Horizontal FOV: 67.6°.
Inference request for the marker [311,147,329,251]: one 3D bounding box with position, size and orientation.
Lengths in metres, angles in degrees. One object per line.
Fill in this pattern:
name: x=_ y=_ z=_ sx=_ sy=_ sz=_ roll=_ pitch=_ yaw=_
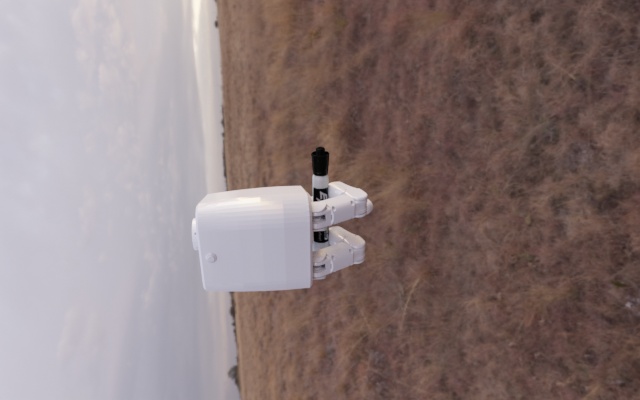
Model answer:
marker: x=0.000 y=0.002 z=0.512 sx=0.020 sy=0.121 sz=0.020 roll=0 pitch=24 yaw=0
